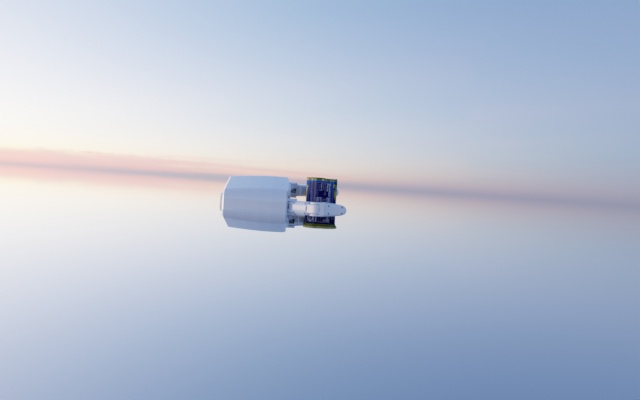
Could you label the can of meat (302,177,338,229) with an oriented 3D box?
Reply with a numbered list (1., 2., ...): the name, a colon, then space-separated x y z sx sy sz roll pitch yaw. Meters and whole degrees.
1. can of meat: 0.000 0.002 0.825 0.057 0.084 0.102 3 2 -1
